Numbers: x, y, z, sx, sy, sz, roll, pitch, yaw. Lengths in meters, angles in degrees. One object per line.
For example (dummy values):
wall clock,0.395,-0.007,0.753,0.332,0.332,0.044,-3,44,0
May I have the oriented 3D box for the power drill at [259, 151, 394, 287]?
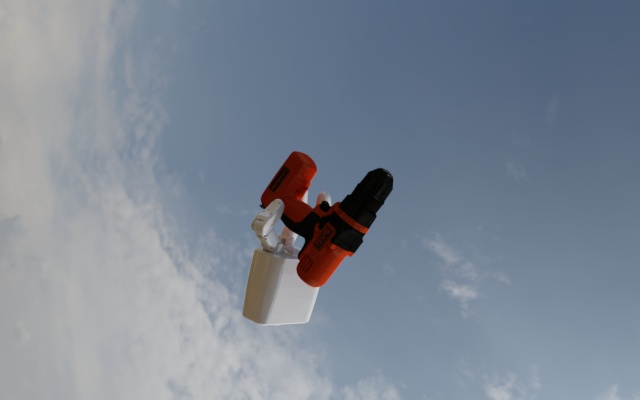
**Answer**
power drill,0.000,0.002,0.678,0.057,0.184,0.187,30,10,-41
